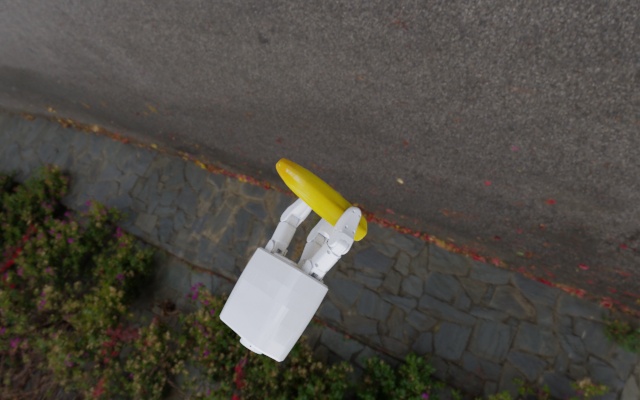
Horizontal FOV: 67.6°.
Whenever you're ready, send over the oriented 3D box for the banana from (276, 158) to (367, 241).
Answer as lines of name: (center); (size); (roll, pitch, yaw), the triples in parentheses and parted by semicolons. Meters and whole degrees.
banana: (0.014, 0.010, 0.622); (0.069, 0.037, 0.198); (29, -8, 40)
